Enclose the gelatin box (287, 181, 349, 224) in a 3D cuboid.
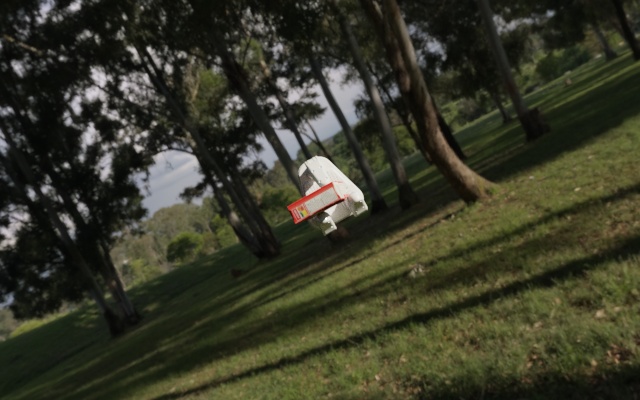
[{"bbox_3d":[0.000,0.002,0.681,0.073,0.030,0.089,-29,-4,11],"label":"gelatin box"}]
